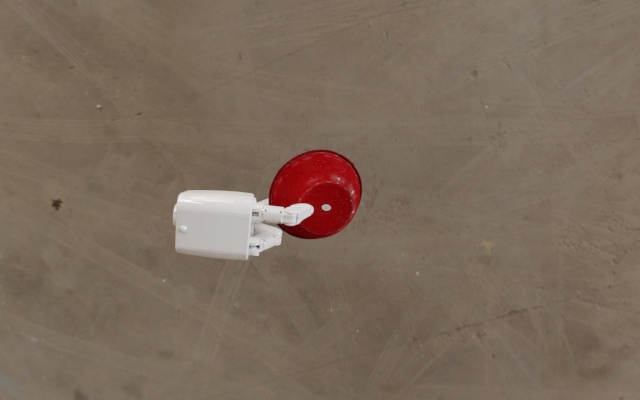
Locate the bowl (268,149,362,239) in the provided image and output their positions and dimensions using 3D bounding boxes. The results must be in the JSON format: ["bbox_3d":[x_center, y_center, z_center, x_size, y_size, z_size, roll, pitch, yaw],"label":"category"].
[{"bbox_3d":[0.002,0.002,0.769,0.162,0.162,0.055,0,24,-18],"label":"bowl"}]
